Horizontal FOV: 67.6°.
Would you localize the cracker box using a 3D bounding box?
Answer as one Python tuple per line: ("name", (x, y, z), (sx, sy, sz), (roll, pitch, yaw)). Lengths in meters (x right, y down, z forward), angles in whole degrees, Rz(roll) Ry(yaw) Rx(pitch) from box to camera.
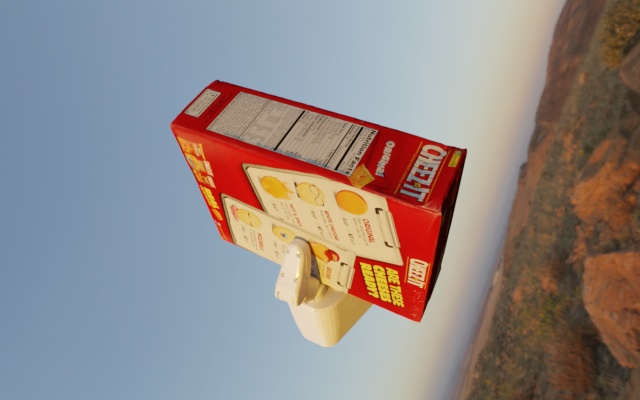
("cracker box", (0.000, 0.001, 0.403), (0.213, 0.072, 0.164), (19, -33, 19))
